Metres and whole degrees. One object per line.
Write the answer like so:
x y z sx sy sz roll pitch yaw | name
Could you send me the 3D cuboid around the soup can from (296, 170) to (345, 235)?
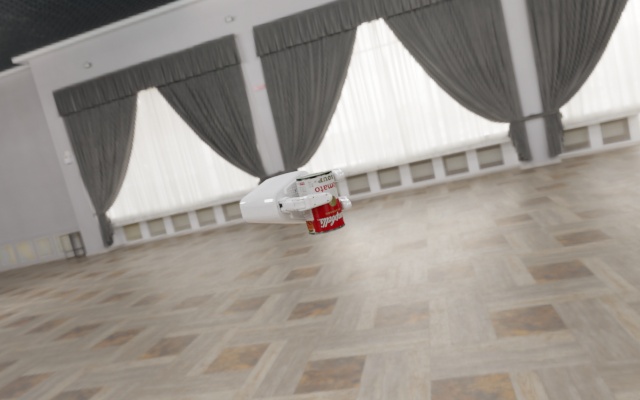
0.000 0.002 0.849 0.068 0.102 0.068 -13 7 2 | soup can
